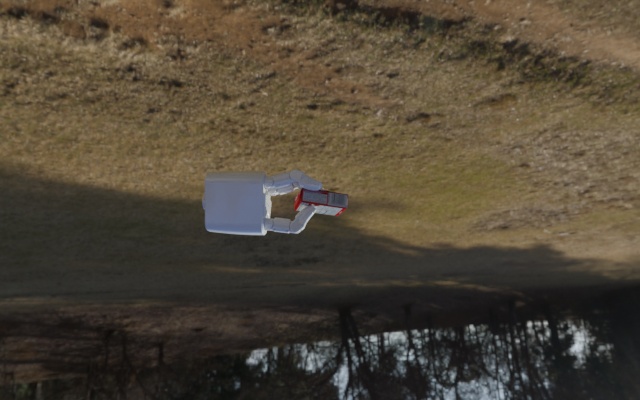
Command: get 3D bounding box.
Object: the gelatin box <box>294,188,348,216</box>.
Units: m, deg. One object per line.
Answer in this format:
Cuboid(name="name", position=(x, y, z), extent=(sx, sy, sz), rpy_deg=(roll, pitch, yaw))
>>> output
Cuboid(name="gelatin box", position=(0.000, 0.003, 0.890), extent=(0.089, 0.030, 0.073), rpy_deg=(9, -15, -9))
